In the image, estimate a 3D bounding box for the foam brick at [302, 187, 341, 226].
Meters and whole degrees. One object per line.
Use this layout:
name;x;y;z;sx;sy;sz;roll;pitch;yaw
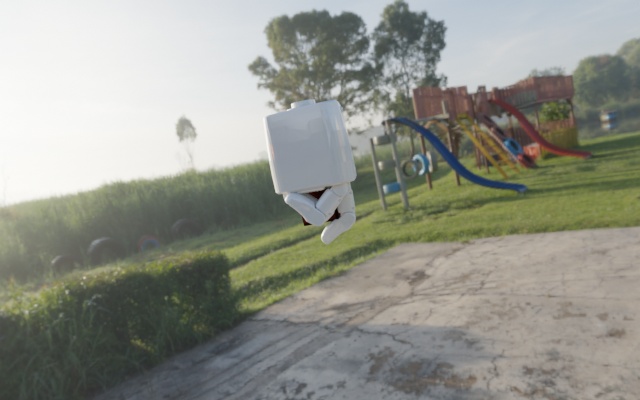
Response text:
foam brick;0.000;0.002;0.709;0.053;0.051;0.078;-11;6;7
